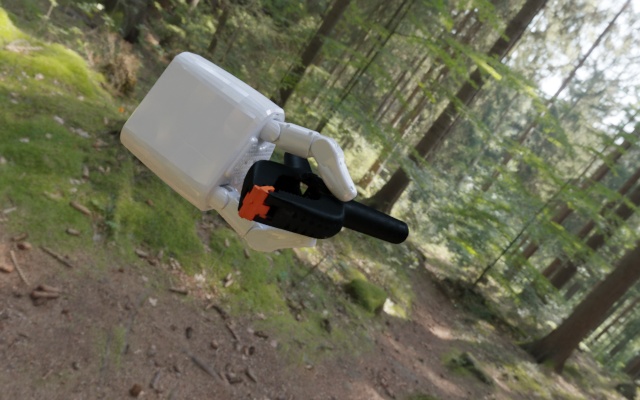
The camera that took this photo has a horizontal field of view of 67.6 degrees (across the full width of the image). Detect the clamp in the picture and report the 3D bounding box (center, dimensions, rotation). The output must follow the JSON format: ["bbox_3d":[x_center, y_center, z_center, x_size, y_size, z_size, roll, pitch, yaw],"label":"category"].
[{"bbox_3d":[0.000,0.001,0.437,0.164,0.036,0.210,34,16,11],"label":"clamp"}]
